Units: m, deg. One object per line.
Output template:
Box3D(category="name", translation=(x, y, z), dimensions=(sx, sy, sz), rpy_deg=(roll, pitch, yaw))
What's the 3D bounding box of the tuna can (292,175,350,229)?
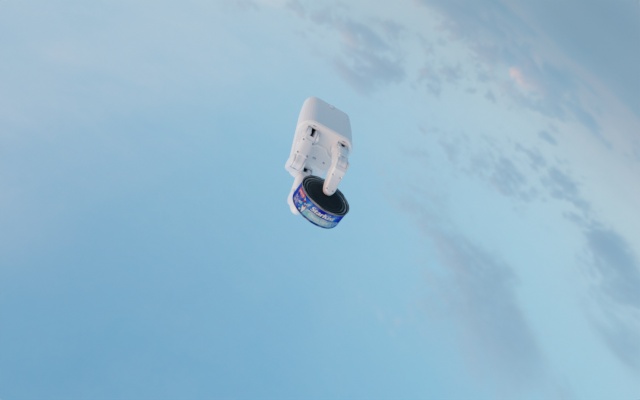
Box3D(category="tuna can", translation=(0.000, 0.003, 0.731), dimensions=(0.086, 0.086, 0.034), rpy_deg=(0, -44, -50))
